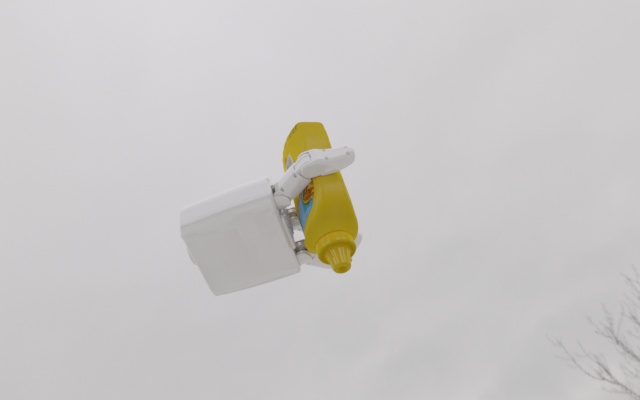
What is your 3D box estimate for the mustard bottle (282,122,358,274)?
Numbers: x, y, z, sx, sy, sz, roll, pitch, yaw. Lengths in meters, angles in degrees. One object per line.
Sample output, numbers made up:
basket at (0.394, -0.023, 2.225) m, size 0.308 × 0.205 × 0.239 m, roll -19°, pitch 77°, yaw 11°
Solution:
mustard bottle at (0.000, 0.002, 0.537) m, size 0.058 × 0.096 × 0.191 m, roll -1°, pitch 44°, yaw -16°
